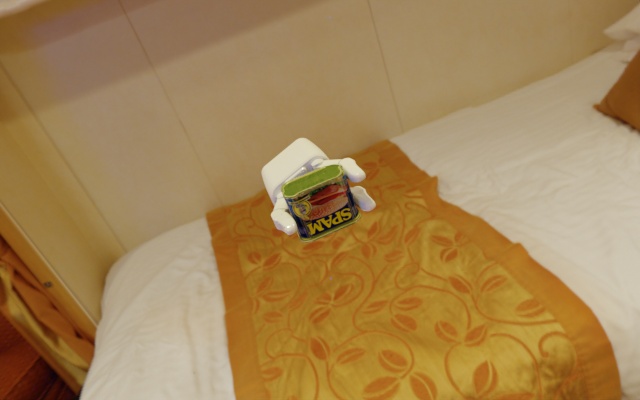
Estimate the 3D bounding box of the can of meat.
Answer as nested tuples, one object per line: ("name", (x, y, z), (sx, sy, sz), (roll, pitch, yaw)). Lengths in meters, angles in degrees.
("can of meat", (0.000, 0.002, 0.718), (0.102, 0.084, 0.057), (-23, 29, -3))
